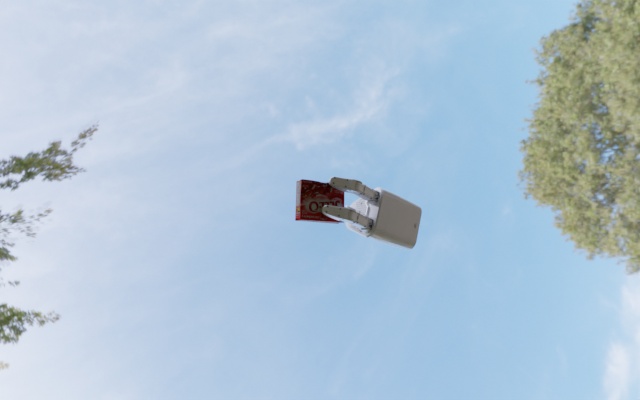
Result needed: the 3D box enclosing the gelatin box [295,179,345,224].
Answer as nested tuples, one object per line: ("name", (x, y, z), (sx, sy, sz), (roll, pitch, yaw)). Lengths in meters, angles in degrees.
("gelatin box", (0.000, 0.003, 0.866), (0.089, 0.073, 0.030), (6, -9, -23))
